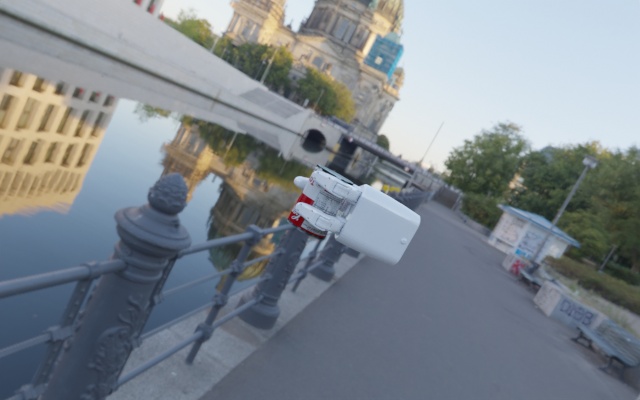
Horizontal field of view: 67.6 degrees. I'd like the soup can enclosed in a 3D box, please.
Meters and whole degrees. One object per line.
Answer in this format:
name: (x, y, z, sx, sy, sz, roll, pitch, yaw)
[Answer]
soup can: (0.000, 0.002, 0.757, 0.068, 0.102, 0.068, 28, 7, -4)
